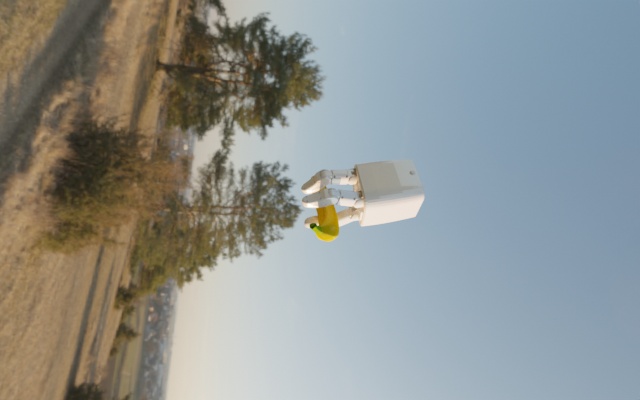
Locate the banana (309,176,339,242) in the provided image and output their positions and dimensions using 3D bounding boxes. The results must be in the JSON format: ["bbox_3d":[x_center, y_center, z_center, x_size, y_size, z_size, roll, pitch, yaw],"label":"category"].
[{"bbox_3d":[0.007,0.020,0.847,0.037,0.070,0.197,-20,25,8],"label":"banana"}]
